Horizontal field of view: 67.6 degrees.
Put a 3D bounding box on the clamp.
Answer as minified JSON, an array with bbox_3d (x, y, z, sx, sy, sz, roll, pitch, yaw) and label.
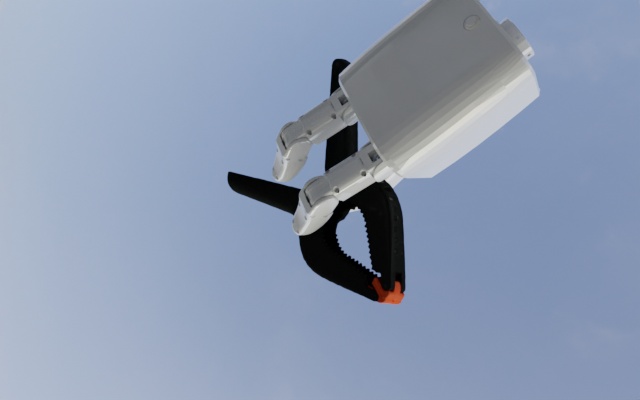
[{"bbox_3d":[0.001,0.002,0.406,0.164,0.210,0.036,-37,-31,24],"label":"clamp"}]
